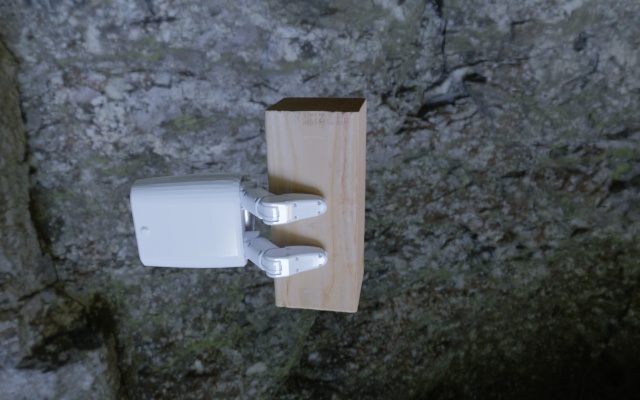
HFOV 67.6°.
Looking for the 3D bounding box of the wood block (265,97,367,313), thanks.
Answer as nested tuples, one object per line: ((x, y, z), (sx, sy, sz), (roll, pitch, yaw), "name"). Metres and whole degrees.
((0.000, 0.002, 0.502), (0.090, 0.206, 0.090), (2, 21, 8), "wood block")
